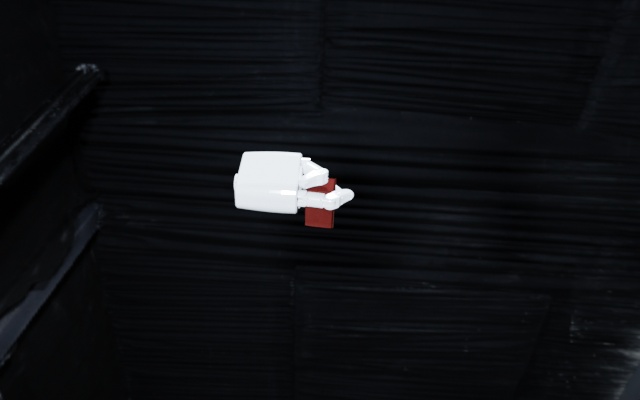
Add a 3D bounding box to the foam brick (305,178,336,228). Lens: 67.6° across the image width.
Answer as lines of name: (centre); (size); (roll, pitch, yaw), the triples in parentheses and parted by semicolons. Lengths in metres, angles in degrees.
foam brick: (0.000, 0.003, 0.860); (0.051, 0.078, 0.053); (4, 30, 2)
